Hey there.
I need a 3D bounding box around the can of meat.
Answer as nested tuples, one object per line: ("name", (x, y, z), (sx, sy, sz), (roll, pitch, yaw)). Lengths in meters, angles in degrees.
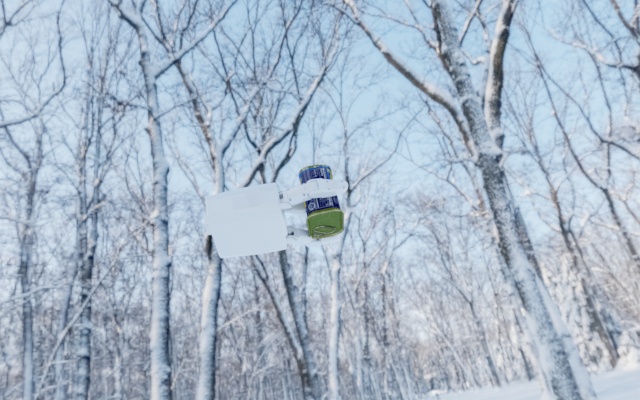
("can of meat", (0.000, 0.002, 0.749), (0.057, 0.084, 0.102), (-12, -25, -2))
